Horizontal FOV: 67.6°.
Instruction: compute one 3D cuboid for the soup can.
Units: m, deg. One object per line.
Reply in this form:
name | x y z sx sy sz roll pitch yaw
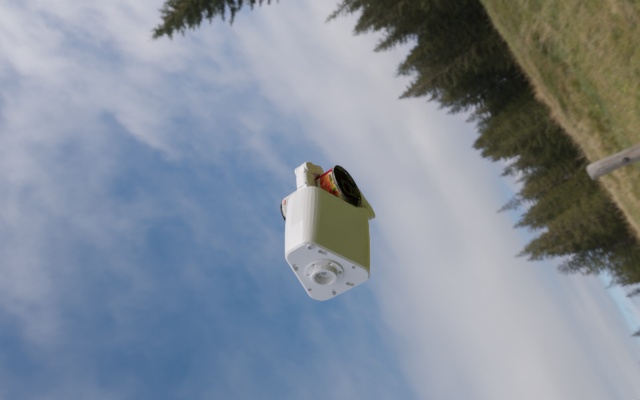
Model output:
soup can | 0.000 0.002 0.705 0.102 0.068 0.068 -31 -14 25
